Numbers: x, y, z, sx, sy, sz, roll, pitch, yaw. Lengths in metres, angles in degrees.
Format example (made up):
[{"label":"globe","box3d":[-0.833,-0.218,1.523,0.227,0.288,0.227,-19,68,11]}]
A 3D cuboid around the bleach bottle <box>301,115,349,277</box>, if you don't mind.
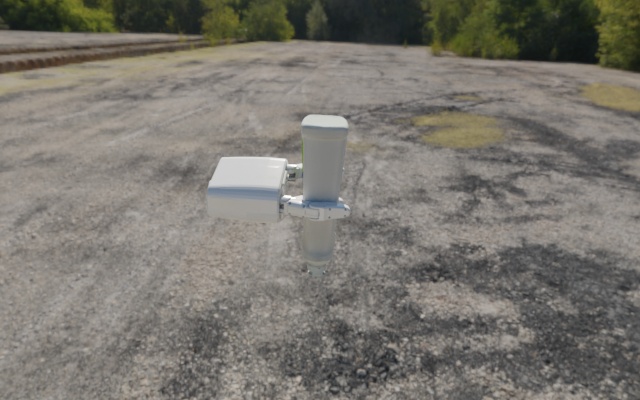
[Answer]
[{"label":"bleach bottle","box3d":[0.000,0.002,0.726,0.068,0.251,0.102,4,19,1]}]
